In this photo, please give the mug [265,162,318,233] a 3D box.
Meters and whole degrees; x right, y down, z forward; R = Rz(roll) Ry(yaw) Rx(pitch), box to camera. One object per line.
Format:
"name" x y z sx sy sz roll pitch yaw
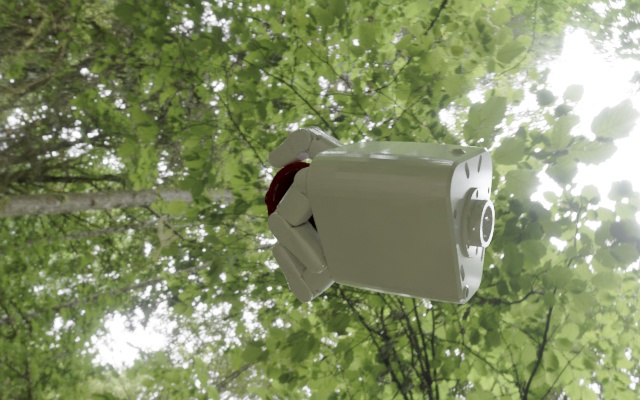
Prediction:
"mug" -0.001 0.001 0.466 0.117 0.093 0.081 7 17 35
